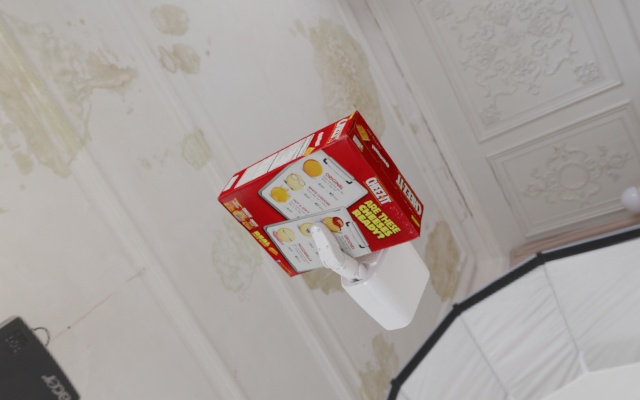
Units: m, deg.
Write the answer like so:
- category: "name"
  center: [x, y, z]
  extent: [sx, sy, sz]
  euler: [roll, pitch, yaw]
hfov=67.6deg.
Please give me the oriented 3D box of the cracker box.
- category: "cracker box"
  center: [0.000, 0.002, 0.623]
  extent: [0.214, 0.164, 0.072]
  euler: [-23, 29, 32]
